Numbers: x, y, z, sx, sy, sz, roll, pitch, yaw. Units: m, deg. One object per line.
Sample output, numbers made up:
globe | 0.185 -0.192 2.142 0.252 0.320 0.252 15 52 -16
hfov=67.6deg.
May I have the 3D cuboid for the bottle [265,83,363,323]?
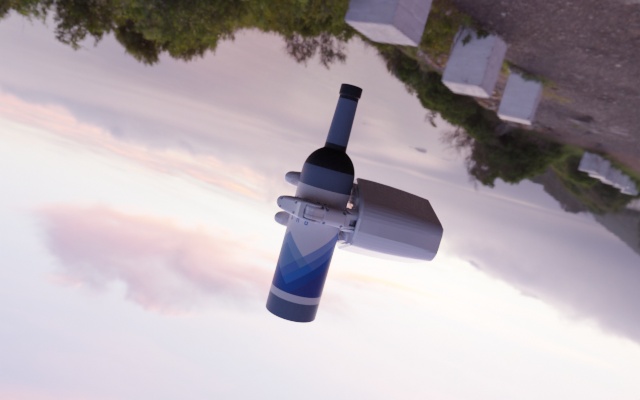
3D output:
bottle | 0.000 0.002 0.597 0.069 0.296 0.069 15 6 -2
